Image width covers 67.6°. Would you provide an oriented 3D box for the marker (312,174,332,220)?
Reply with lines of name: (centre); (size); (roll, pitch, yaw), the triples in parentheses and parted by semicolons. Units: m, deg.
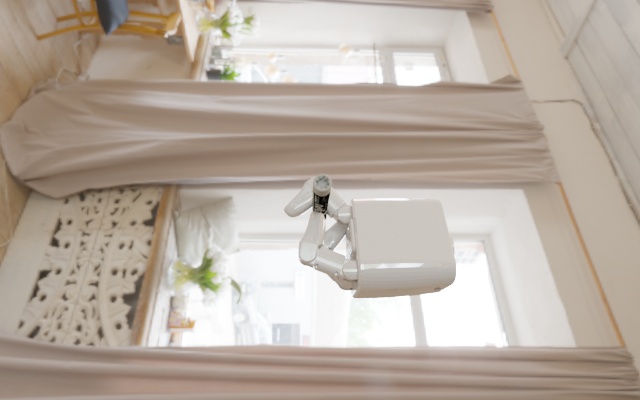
marker: (0.000, 0.002, 0.520); (0.020, 0.020, 0.121); (0, -19, -2)
